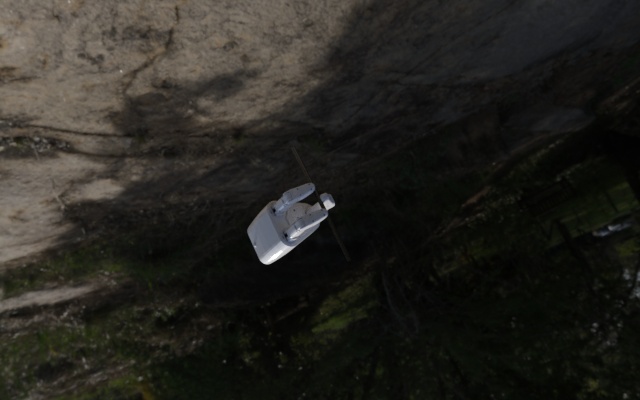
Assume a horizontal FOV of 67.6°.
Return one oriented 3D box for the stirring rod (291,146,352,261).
[{"bbox_3d":[0.000,0.003,0.881,0.011,0.239,0.011,-25,-14,-7],"label":"stirring rod"}]
